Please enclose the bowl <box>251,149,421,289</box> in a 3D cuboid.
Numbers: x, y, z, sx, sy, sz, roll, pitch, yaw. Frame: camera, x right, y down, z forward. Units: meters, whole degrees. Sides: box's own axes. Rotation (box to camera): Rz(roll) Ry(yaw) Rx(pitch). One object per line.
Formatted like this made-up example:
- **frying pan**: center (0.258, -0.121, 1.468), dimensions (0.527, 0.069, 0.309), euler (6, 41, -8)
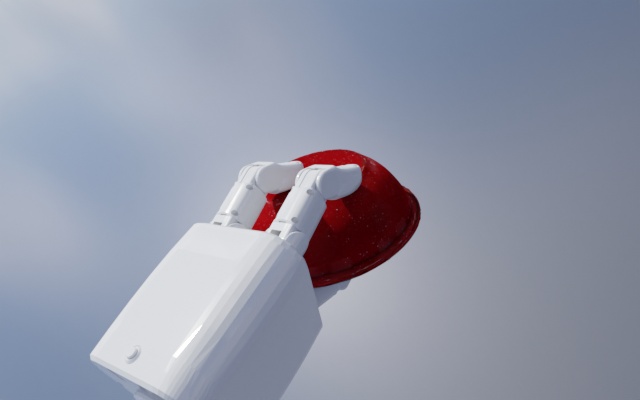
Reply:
- **bowl**: center (0.000, 0.000, 0.407), dimensions (0.162, 0.055, 0.162), euler (-14, 28, 8)
